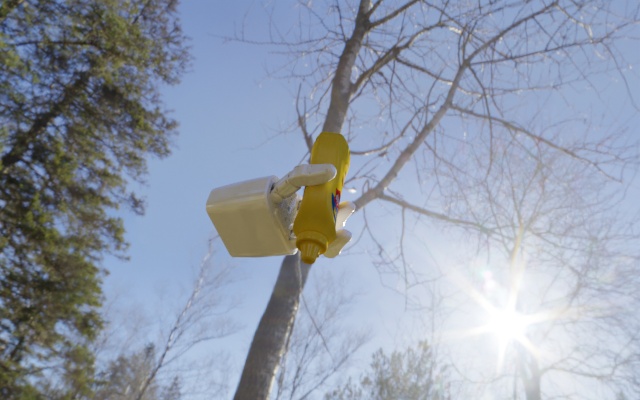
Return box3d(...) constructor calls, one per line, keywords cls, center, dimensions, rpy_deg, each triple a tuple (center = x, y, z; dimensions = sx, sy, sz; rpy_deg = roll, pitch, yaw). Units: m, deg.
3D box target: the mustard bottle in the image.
box3d(cls="mustard bottle", center=(0.000, 0.002, 0.653), dimensions=(0.058, 0.191, 0.096), rpy_deg=(9, -39, 5))
